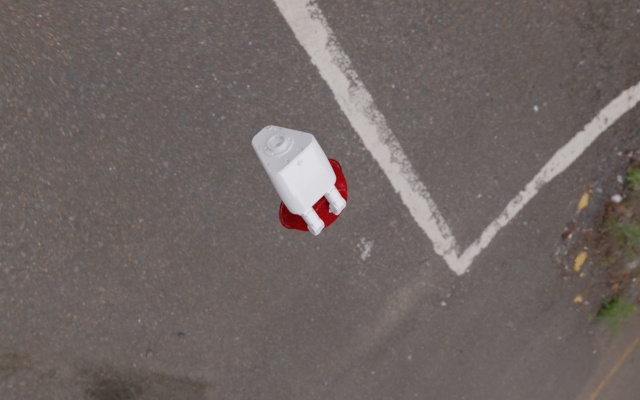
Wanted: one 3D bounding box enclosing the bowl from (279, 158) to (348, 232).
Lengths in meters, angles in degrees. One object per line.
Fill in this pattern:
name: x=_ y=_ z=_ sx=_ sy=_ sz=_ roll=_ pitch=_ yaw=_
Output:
bowl: x=0.001 y=0.004 z=0.898 sx=0.055 sy=0.162 sz=0.162 roll=39 pitch=21 yaw=28
